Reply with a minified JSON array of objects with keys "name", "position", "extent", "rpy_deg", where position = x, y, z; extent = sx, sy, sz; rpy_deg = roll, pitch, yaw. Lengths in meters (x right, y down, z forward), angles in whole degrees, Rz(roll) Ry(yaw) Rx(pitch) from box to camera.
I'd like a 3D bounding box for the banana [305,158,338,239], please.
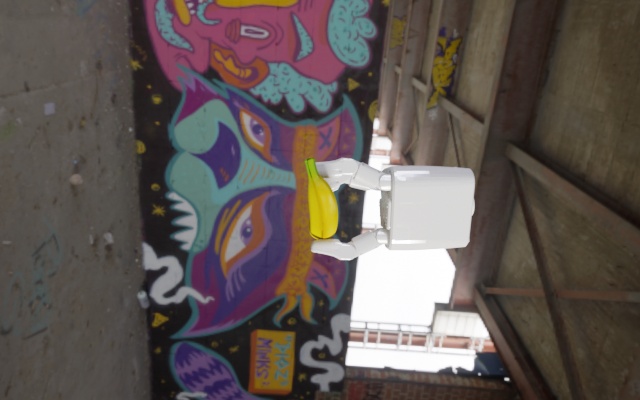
[{"name":"banana","position":[0.002,0.018,0.636],"extent":[0.037,0.069,0.198],"rpy_deg":[-6,-24,-3]}]
